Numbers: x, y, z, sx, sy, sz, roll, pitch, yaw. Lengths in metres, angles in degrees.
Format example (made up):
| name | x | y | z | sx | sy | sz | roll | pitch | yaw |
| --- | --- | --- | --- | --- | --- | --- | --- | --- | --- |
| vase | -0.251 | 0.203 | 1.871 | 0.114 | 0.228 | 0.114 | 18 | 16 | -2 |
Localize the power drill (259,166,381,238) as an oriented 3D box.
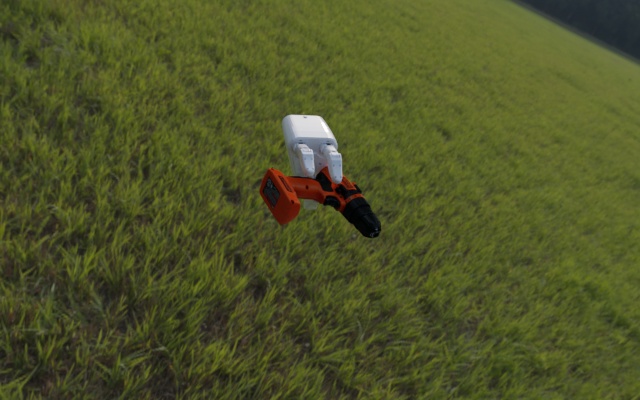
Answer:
| name | x | y | z | sx | sy | sz | roll | pitch | yaw |
| --- | --- | --- | --- | --- | --- | --- | --- | --- | --- |
| power drill | 0.000 | 0.003 | 0.846 | 0.187 | 0.057 | 0.184 | 1 | 37 | -39 |
